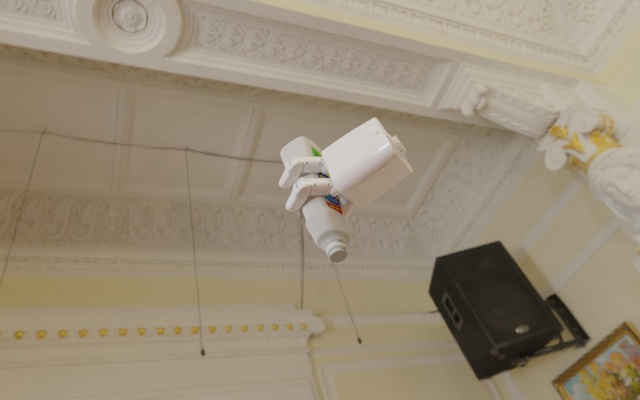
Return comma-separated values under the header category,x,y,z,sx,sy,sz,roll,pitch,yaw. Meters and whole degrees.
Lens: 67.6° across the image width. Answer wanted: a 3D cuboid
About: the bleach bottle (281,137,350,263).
category,x,y,z,sx,sy,sz,roll,pitch,yaw
bleach bottle,0.000,0.003,0.798,0.068,0.250,0.103,-33,-45,13
